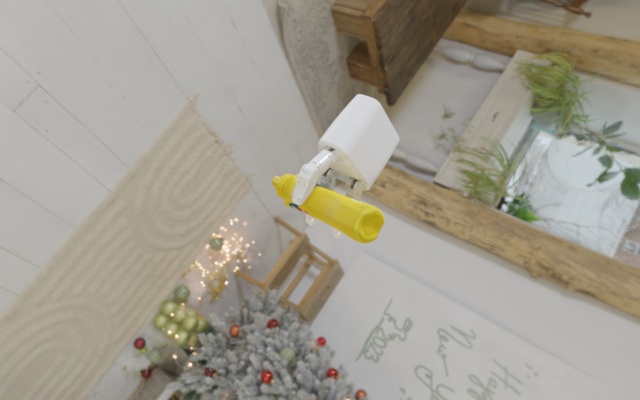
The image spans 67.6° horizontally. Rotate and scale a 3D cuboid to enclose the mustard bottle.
[{"bbox_3d":[0.000,0.003,0.745,0.191,0.058,0.096,26,4,29],"label":"mustard bottle"}]
